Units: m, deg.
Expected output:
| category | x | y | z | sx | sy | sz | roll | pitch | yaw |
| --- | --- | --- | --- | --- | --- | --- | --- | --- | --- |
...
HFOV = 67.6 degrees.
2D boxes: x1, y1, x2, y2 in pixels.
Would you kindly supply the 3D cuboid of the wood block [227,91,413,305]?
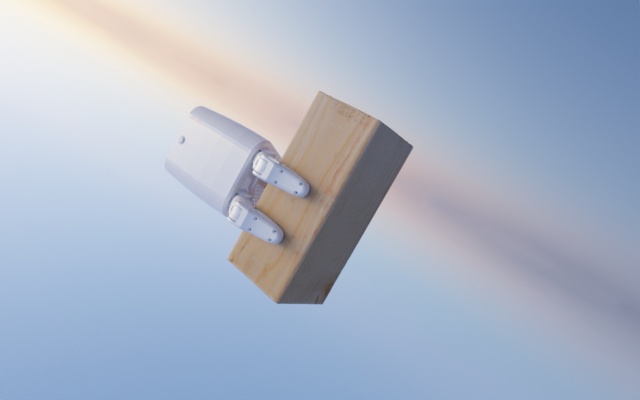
| category | x | y | z | sx | sy | sz | roll | pitch | yaw |
| --- | --- | --- | --- | --- | --- | --- | --- | --- | --- |
| wood block | 0.000 | 0.002 | 0.522 | 0.090 | 0.206 | 0.091 | 34 | 8 | 33 |
